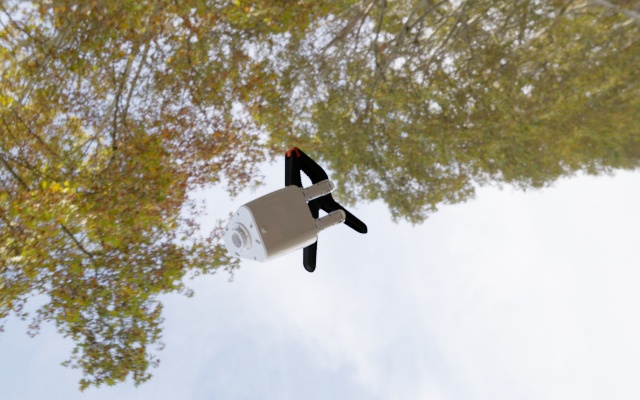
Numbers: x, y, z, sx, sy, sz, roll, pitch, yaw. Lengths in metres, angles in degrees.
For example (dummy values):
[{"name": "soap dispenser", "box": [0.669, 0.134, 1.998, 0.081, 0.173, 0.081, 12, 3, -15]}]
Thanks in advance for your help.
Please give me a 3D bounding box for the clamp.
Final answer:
[{"name": "clamp", "box": [-0.001, 0.003, 0.846, 0.164, 0.210, 0.036, -21, 1, -42]}]
